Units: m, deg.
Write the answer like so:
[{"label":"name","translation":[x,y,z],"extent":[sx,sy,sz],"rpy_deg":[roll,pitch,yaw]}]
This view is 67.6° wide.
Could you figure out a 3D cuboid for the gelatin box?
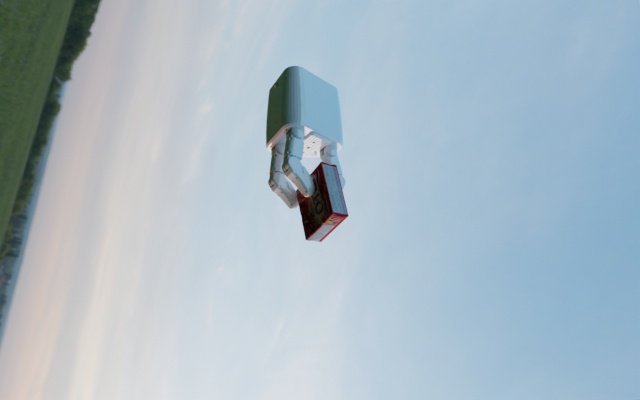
[{"label":"gelatin box","translation":[0.001,0.003,0.670],"extent":[0.030,0.089,0.073],"rpy_deg":[10,-38,-32]}]
